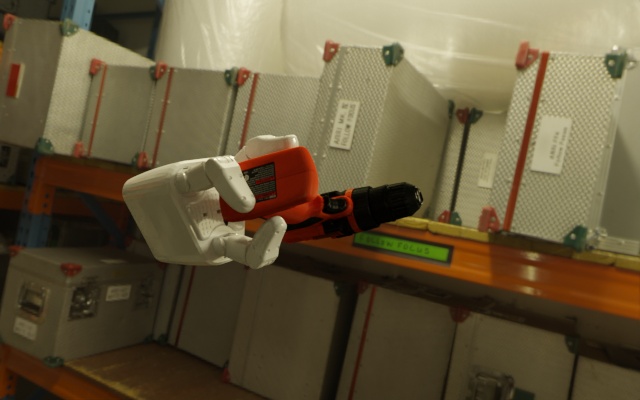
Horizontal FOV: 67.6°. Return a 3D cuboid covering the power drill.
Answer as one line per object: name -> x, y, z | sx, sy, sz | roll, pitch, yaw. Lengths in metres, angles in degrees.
power drill -> 0.000, 0.002, 0.505 | 0.184, 0.057, 0.188 | -15, -20, 23
